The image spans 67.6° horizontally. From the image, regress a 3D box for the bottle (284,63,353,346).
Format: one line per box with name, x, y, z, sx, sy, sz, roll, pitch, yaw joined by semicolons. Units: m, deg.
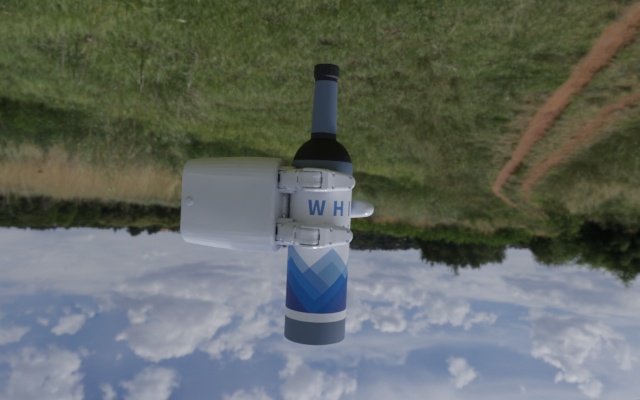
bottle;0.000;0.002;0.520;0.069;0.295;0.069;3;1;0
